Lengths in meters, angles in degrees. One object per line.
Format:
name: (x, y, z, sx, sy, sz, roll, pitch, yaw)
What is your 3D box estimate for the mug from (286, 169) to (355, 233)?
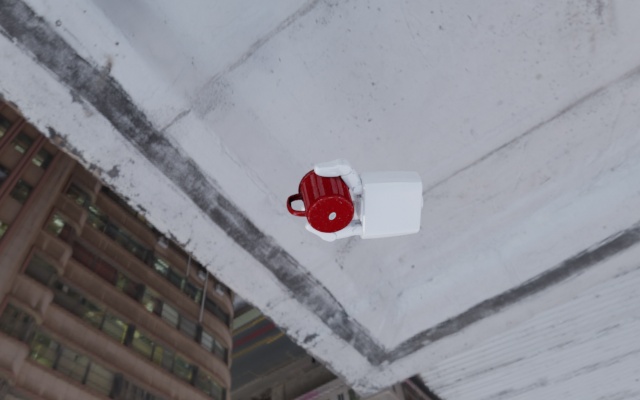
mug: (-0.001, 0.003, 0.816, 0.117, 0.093, 0.081, -6, 37, -6)
